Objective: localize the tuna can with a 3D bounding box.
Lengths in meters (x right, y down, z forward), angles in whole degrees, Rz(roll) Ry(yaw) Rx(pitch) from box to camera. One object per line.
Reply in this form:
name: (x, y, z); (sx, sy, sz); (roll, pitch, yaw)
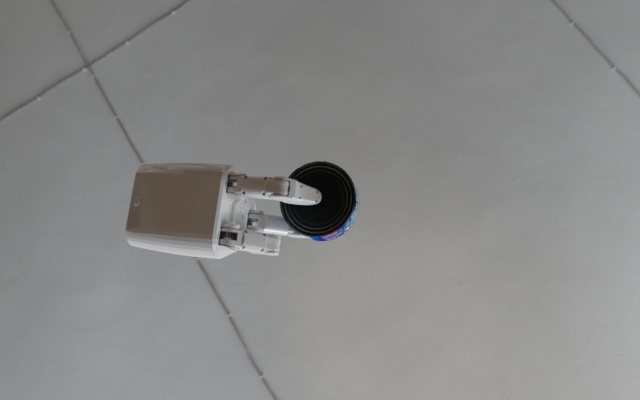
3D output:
tuna can: (0.000, 0.002, 0.534); (0.086, 0.086, 0.034); (0, -14, 14)
